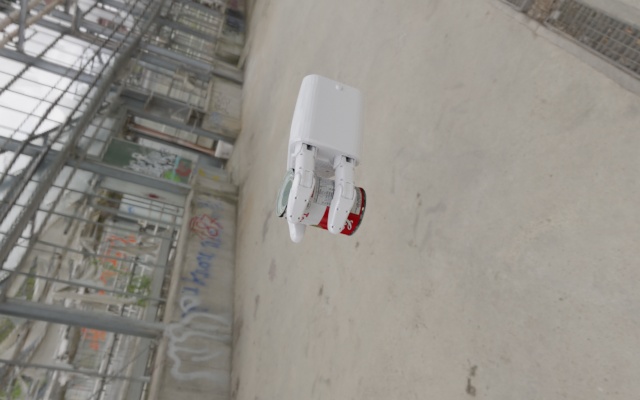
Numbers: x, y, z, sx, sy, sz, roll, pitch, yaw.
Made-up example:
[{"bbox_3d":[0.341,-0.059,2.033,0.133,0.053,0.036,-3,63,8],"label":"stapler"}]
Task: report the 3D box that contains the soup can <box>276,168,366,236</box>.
[{"bbox_3d":[0.000,0.002,0.628,0.102,0.068,0.068,16,-5,-18],"label":"soup can"}]
